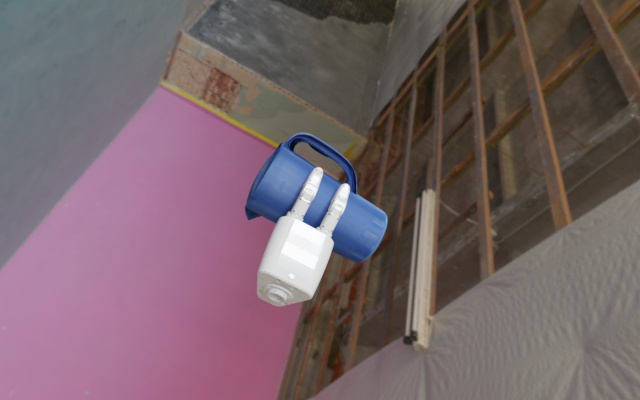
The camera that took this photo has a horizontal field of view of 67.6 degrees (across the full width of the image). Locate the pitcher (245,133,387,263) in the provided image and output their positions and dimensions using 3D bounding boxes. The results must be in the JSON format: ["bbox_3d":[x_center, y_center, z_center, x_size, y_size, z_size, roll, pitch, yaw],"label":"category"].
[{"bbox_3d":[0.000,0.003,0.856,0.243,0.145,0.149,30,-36,-11],"label":"pitcher"}]
